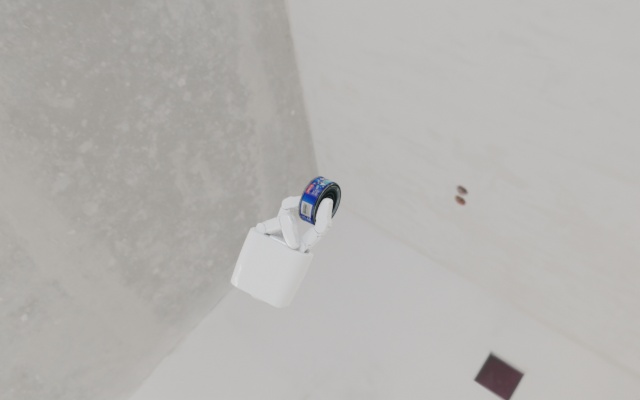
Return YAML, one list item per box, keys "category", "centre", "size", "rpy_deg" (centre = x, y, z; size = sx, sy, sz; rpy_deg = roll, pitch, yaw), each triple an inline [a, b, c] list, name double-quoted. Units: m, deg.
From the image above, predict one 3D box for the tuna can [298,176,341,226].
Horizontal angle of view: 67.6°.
- category: "tuna can"
  centre: [0.001, 0.003, 0.843]
  size: [0.033, 0.086, 0.086]
  rpy_deg: [24, 12, 29]
